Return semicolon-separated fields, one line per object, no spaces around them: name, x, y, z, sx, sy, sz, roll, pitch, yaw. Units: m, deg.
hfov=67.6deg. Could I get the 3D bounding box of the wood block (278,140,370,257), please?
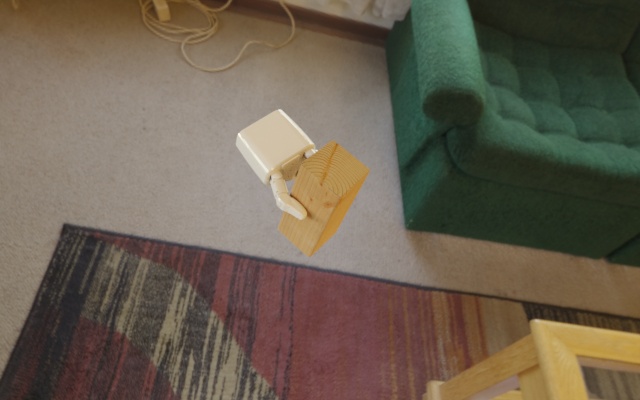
wood block;0.000;0.003;0.878;0.090;0.090;0.206;-40;-16;-36
